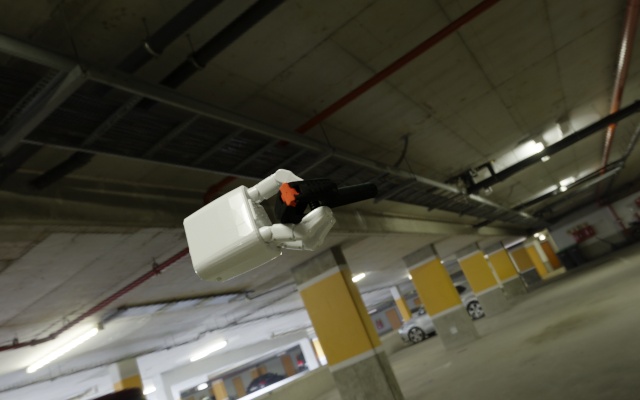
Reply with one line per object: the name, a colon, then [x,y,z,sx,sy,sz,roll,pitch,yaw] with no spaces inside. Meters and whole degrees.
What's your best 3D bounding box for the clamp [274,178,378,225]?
clamp: [-0.001,0.002,0.691,0.164,0.036,0.210,-30,-17,5]
